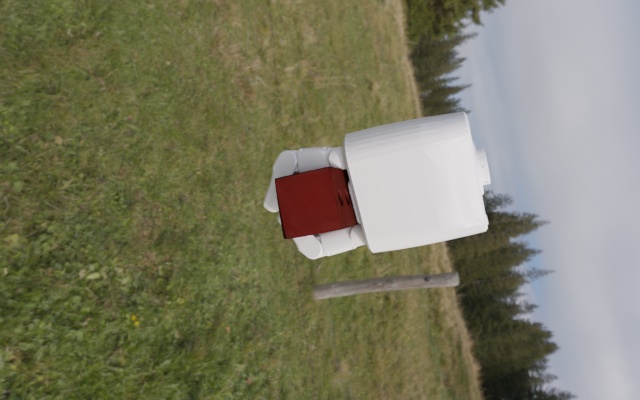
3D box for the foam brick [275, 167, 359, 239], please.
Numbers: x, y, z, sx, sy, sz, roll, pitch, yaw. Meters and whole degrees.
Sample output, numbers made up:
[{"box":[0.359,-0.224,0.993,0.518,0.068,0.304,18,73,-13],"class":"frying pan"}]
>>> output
[{"box":[0.000,0.002,0.421,0.051,0.053,0.078,-11,-1,17],"class":"foam brick"}]
